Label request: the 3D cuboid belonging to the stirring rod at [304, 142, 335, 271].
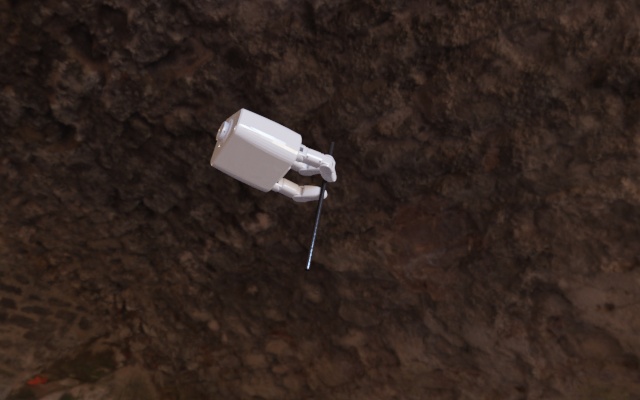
[{"bbox_3d":[0.000,0.003,0.793,0.011,0.239,0.011,9,-28,5],"label":"stirring rod"}]
